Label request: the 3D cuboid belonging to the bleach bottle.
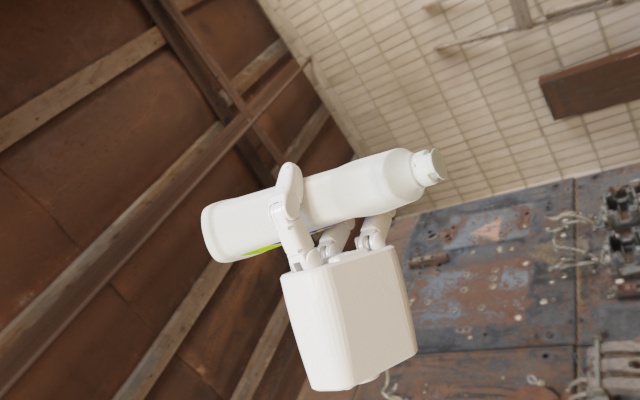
[{"bbox_3d":[0.000,0.002,0.472,0.251,0.068,0.102,-18,-4,36],"label":"bleach bottle"}]
